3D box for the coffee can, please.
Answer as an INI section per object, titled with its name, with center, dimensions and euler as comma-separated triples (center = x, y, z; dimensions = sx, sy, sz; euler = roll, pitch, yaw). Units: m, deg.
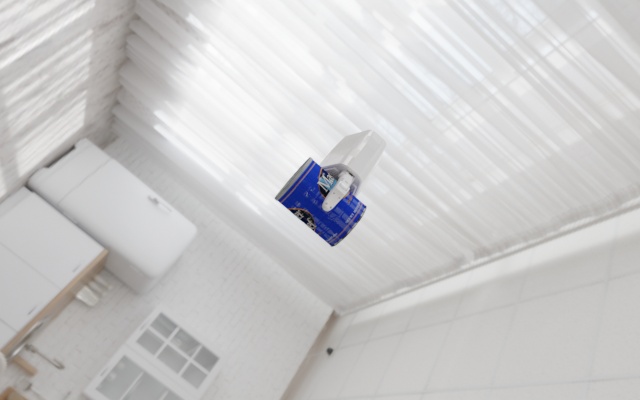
[coffee can]
center = 0.000, 0.003, 0.887
dimensions = 0.140, 0.103, 0.103
euler = 41, -6, -7
